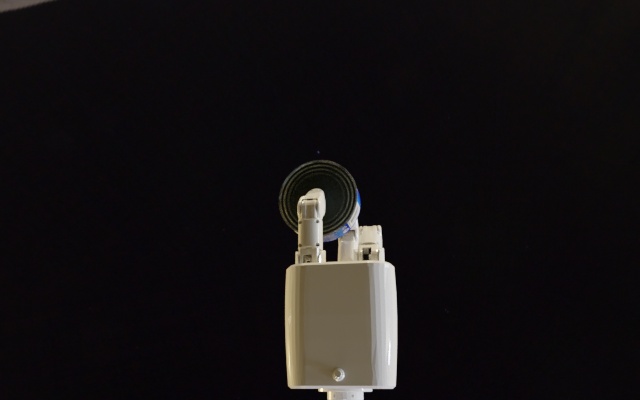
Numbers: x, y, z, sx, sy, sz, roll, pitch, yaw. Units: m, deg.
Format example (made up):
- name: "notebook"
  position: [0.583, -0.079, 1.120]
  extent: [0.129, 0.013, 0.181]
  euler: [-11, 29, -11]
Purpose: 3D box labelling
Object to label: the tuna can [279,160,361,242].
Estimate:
- name: "tuna can"
  position: [0.000, 0.002, 0.522]
  extent: [0.086, 0.086, 0.034]
  euler: [0, -18, 13]
